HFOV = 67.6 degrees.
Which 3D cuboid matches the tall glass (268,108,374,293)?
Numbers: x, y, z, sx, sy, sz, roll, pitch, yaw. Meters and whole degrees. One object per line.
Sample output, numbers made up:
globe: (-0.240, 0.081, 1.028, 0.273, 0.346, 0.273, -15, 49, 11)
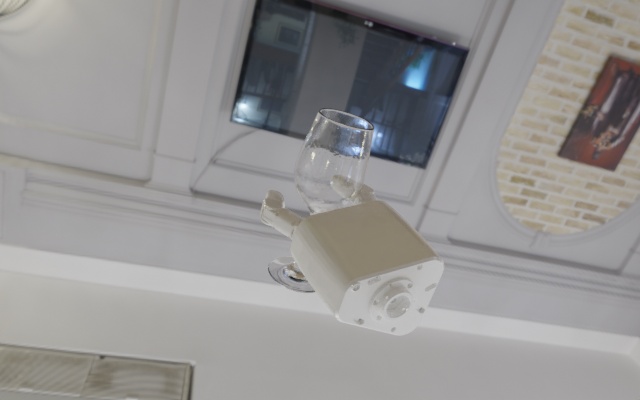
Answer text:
tall glass: (0.000, 0.002, 0.539, 0.079, 0.201, 0.079, 15, 23, -6)
